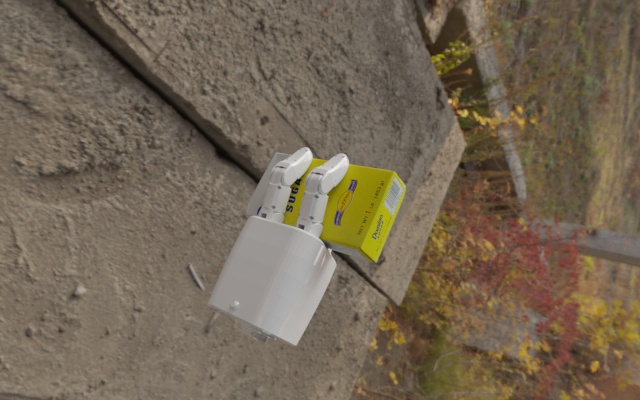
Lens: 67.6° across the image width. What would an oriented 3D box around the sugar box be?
[{"bbox_3d":[0.000,0.002,0.544,0.176,0.093,0.048,13,-20,36],"label":"sugar box"}]
